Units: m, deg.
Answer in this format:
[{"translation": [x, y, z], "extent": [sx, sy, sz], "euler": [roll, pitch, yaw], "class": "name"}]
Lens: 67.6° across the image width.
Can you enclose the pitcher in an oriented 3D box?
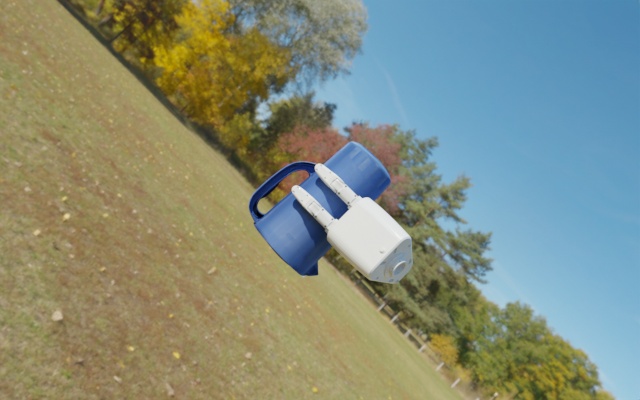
[{"translation": [0.000, 0.003, 0.862], "extent": [0.145, 0.243, 0.149], "euler": [44, -3, 37], "class": "pitcher"}]
